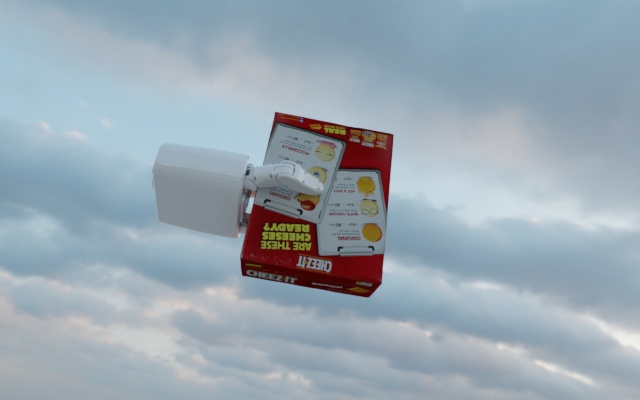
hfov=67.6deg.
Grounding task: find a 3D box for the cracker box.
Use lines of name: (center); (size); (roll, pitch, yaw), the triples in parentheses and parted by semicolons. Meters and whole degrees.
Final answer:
cracker box: (0.000, 0.002, 0.608); (0.164, 0.213, 0.072); (10, -29, -3)
